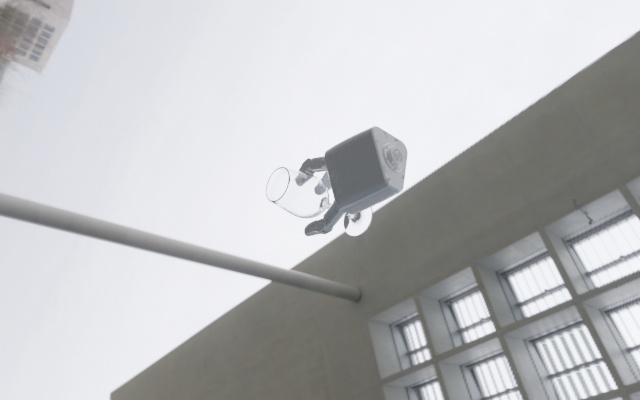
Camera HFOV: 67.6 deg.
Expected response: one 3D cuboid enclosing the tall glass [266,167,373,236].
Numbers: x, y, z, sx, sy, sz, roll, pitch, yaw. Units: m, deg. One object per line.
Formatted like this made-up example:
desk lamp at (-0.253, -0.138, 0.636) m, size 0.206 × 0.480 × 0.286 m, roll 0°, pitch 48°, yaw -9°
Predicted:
tall glass at (0.001, 0.003, 0.850) m, size 0.201 × 0.079 × 0.079 m, roll 22°, pitch -14°, yaw -39°
